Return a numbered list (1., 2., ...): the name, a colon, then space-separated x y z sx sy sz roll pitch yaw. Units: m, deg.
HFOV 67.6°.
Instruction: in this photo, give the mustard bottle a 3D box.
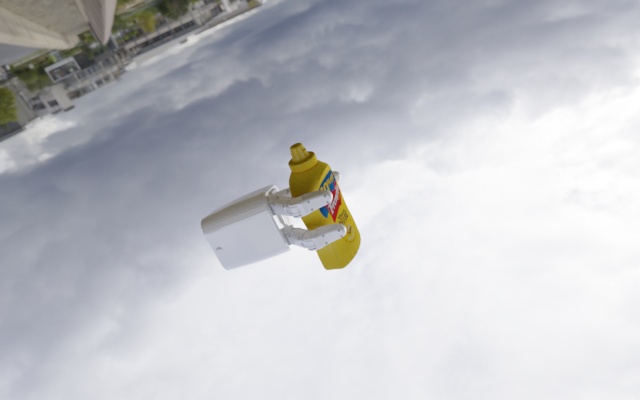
1. mustard bottle: 0.001 0.002 0.702 0.058 0.192 0.096 -9 30 29
